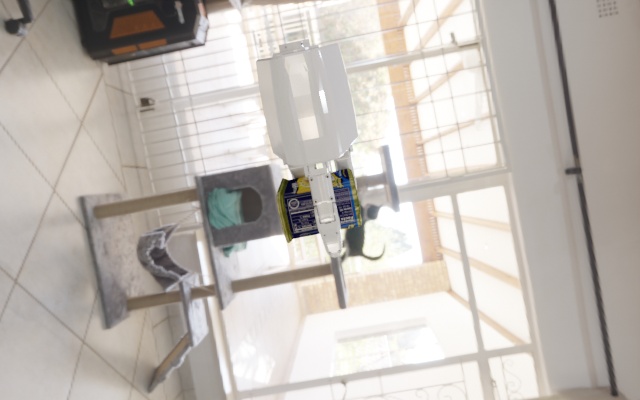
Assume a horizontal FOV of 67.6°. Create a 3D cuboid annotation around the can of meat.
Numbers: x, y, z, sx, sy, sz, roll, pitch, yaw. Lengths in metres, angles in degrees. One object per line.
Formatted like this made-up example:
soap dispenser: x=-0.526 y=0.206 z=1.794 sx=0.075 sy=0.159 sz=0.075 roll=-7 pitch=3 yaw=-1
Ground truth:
can of meat: x=0.000 y=0.002 z=0.538 sx=0.084 sy=0.057 sz=0.102 roll=-11 pitch=15 yaw=3
